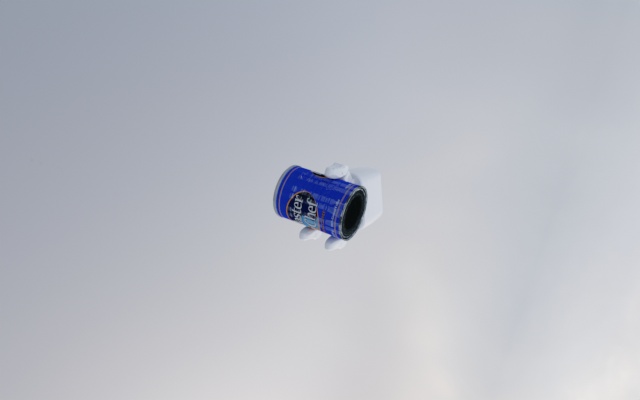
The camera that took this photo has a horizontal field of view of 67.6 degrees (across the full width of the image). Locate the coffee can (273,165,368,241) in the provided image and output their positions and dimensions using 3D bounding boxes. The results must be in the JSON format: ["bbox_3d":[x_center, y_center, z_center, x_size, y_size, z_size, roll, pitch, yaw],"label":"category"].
[{"bbox_3d":[0.000,0.003,0.864,0.140,0.103,0.103,19,8,25],"label":"coffee can"}]
